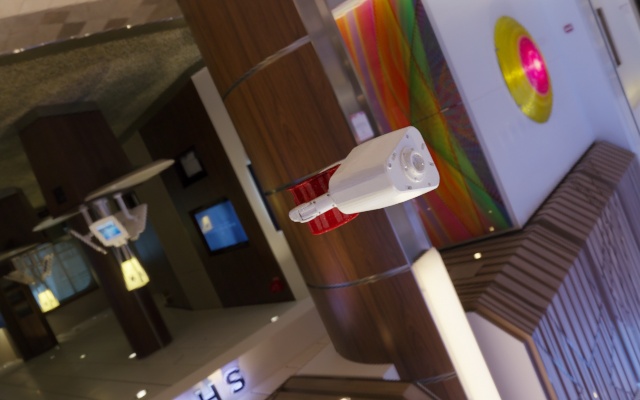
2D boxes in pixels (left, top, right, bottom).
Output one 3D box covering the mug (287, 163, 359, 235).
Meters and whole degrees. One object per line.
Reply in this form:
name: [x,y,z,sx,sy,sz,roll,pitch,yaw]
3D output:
mug: [-0.001,0.003,0.736,0.093,0.081,0.117,-29,5,-40]
